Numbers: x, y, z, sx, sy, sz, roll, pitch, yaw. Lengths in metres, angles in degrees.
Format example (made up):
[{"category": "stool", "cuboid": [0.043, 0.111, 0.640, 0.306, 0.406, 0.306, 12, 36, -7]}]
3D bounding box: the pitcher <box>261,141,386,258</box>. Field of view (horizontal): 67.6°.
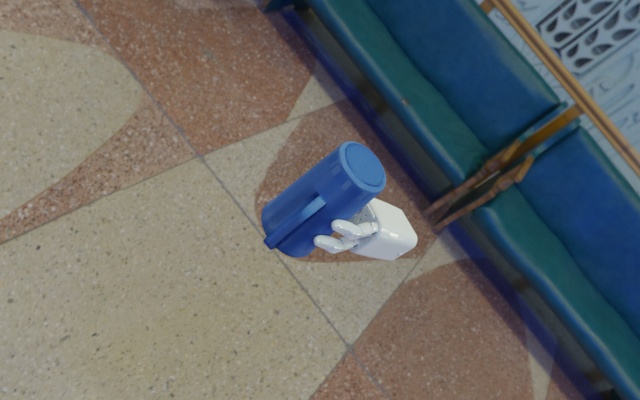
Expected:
[{"category": "pitcher", "cuboid": [0.000, 0.003, 0.889, 0.145, 0.149, 0.243, 20, -43, -32]}]
